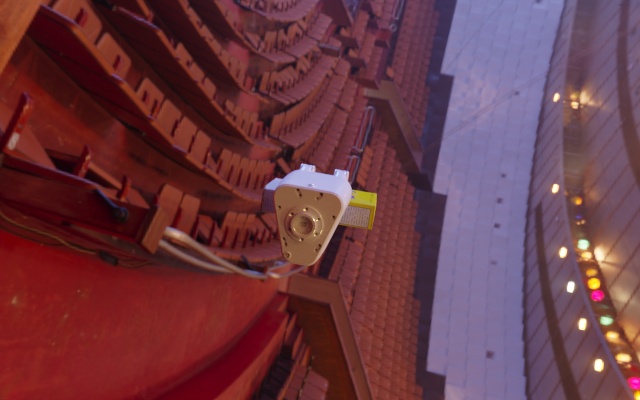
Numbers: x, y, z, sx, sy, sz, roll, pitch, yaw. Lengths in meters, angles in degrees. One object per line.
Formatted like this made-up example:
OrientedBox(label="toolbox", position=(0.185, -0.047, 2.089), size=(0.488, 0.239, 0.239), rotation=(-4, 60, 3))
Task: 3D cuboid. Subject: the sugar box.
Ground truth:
OrientedBox(label="sugar box", position=(0.000, 0.002, 0.772), size=(0.176, 0.048, 0.093), rotation=(11, 14, 4))
